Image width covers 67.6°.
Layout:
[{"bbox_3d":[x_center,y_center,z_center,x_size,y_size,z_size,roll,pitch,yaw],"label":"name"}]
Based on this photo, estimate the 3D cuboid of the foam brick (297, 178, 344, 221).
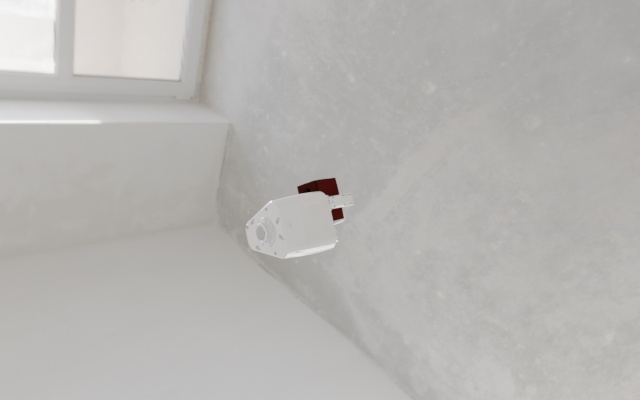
[{"bbox_3d":[0.000,0.003,0.851,0.051,0.078,0.053,-9,-5,-42],"label":"foam brick"}]
